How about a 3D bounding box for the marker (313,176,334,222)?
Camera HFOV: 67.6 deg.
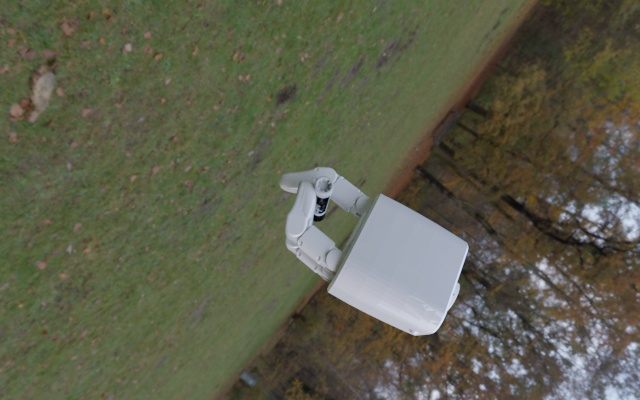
[{"bbox_3d":[0.000,0.002,0.521,0.020,0.020,0.121,0,-16,-4],"label":"marker"}]
